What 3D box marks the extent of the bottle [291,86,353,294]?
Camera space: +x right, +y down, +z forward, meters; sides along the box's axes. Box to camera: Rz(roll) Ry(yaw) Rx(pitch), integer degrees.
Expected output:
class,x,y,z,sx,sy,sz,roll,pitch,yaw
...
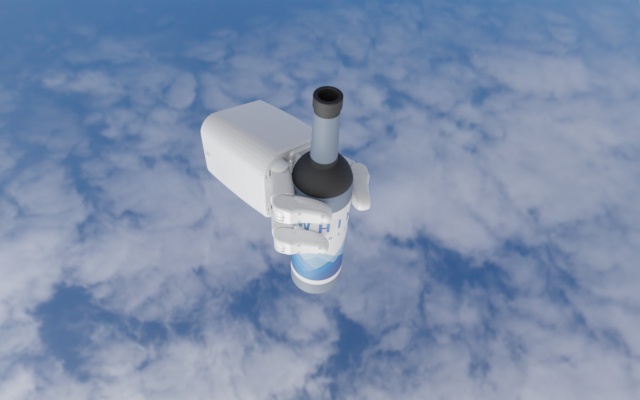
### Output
class,x,y,z,sx,sy,sz,roll,pitch,yaw
bottle,0.000,0.002,0.534,0.069,0.069,0.296,0,-40,-3
